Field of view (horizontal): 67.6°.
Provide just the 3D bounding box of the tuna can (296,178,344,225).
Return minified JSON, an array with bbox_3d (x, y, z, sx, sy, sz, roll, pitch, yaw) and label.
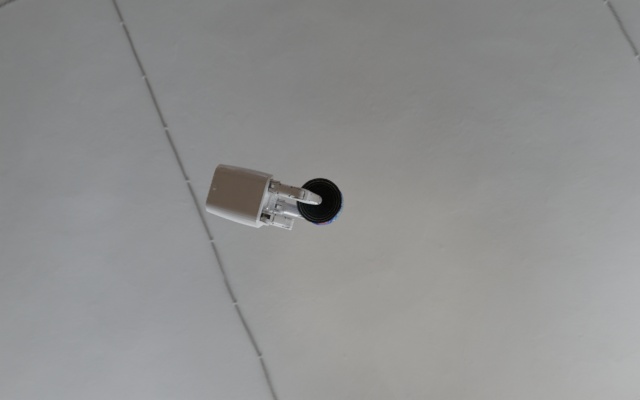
[{"bbox_3d":[0.000,0.003,0.893,0.086,0.086,0.034,0,-10,11],"label":"tuna can"}]
